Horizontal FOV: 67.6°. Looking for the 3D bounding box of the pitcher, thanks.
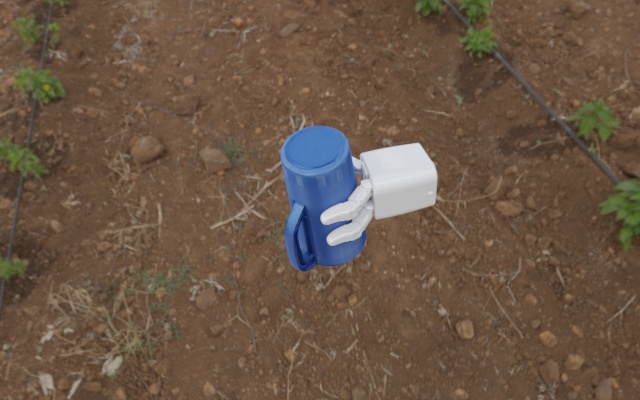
[{"bbox_3d":[0.000,0.003,0.809,0.145,0.149,0.243,-11,-40,0],"label":"pitcher"}]
